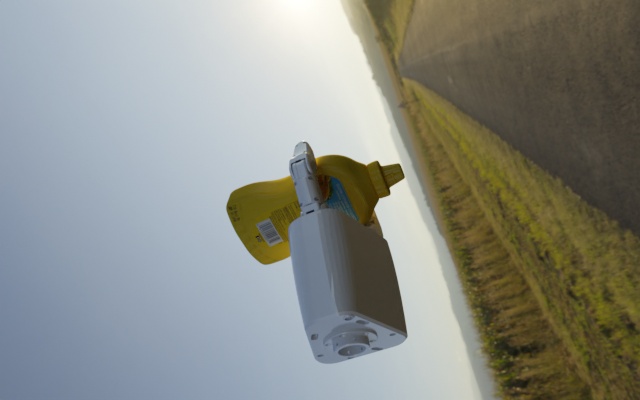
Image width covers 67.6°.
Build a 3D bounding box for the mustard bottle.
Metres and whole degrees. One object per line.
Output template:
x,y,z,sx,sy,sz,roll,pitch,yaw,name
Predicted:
0.000,0.002,0.528,0.191,0.096,0.058,-21,27,13,mustard bottle
